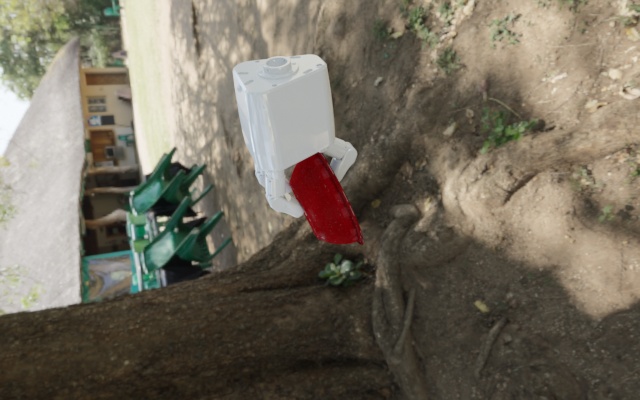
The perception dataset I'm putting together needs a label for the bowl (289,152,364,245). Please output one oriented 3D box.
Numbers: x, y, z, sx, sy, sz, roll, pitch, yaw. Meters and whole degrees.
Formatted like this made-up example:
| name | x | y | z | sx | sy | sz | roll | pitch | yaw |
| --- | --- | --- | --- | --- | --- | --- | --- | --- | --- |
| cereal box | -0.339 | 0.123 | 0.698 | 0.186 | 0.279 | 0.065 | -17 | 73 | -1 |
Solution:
| name | x | y | z | sx | sy | sz | roll | pitch | yaw |
| --- | --- | --- | --- | --- | --- | --- | --- | --- | --- |
| bowl | 0.000 | 0.003 | 0.677 | 0.055 | 0.162 | 0.162 | -27 | 2 | -4 |
